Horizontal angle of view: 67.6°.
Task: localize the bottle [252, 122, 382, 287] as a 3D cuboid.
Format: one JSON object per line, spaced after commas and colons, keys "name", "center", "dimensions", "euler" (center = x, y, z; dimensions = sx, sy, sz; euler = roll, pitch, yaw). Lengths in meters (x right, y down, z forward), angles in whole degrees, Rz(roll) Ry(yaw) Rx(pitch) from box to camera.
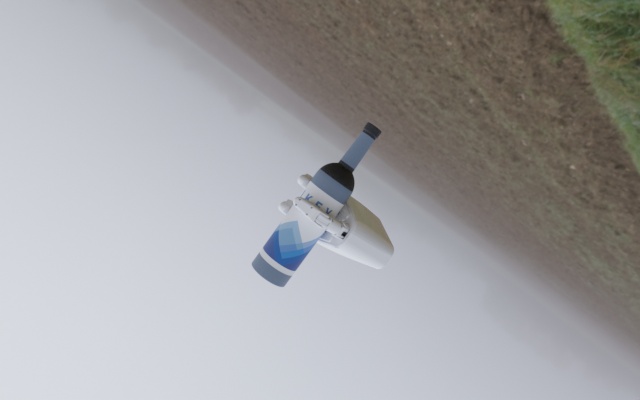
{"name": "bottle", "center": [0.000, 0.003, 0.768], "dimensions": [0.069, 0.296, 0.069], "euler": [36, 5, -4]}
